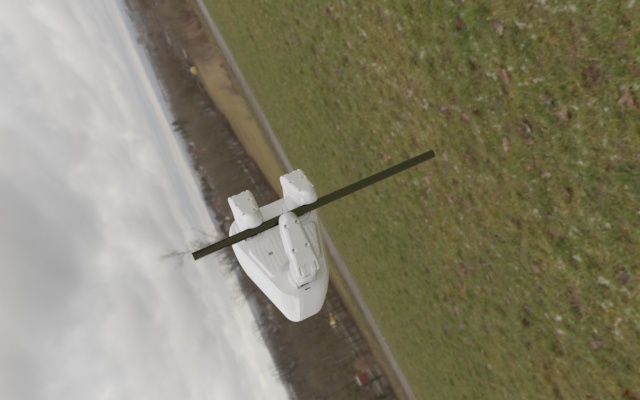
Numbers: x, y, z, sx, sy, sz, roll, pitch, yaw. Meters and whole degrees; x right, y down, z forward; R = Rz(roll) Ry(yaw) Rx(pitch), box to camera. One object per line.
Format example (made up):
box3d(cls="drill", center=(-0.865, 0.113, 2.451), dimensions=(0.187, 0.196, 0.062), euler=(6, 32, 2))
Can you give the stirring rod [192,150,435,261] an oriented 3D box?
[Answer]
box3d(cls="stirring rod", center=(0.000, 0.001, 0.431), dimensions=(0.239, 0.011, 0.011), euler=(-23, 5, -13))
